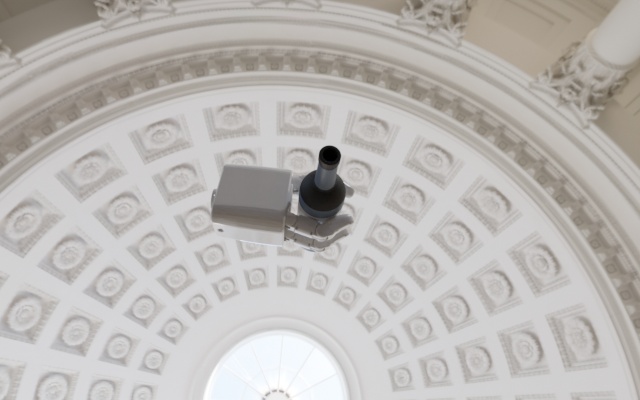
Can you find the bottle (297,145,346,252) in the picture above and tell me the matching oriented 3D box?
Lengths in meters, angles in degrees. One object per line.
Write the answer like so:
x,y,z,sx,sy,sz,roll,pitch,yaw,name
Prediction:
0.000,0.002,0.709,0.069,0.069,0.296,0,-23,-5,bottle
